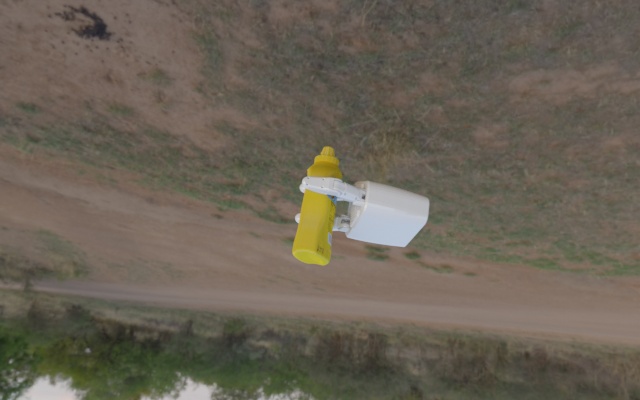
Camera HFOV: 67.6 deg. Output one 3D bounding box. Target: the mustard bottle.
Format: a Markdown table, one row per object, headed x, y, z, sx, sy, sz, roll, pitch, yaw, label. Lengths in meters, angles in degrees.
| x | y | z | sx | sy | sz | roll | pitch | yaw | label |
| --- | --- | --- | --- | --- | --- | --- | --- | --- | --- |
| 0.000 | 0.003 | 0.772 | 0.058 | 0.191 | 0.096 | 5 | -18 | 14 | mustard bottle |
